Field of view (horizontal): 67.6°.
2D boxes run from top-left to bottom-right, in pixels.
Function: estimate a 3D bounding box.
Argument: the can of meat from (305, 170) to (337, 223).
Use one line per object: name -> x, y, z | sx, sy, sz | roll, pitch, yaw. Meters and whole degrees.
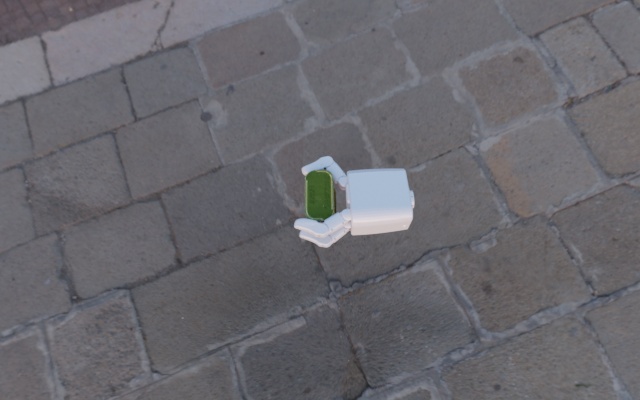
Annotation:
can of meat -> 0.000, 0.003, 0.877 | 0.057, 0.102, 0.084 | -2, -19, 2
